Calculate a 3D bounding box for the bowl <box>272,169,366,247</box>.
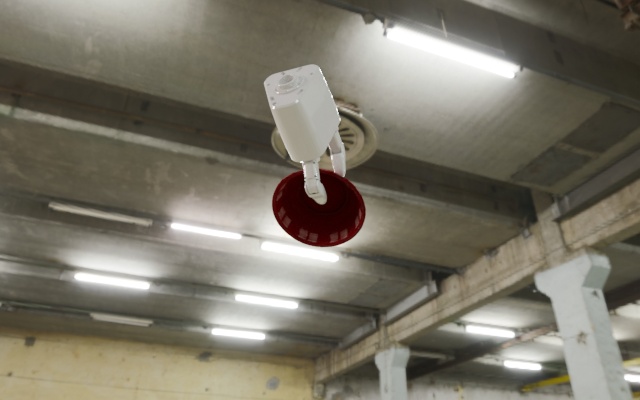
[{"bbox_3d":[0.000,0.004,0.830,0.162,0.162,0.055,0,33,11],"label":"bowl"}]
